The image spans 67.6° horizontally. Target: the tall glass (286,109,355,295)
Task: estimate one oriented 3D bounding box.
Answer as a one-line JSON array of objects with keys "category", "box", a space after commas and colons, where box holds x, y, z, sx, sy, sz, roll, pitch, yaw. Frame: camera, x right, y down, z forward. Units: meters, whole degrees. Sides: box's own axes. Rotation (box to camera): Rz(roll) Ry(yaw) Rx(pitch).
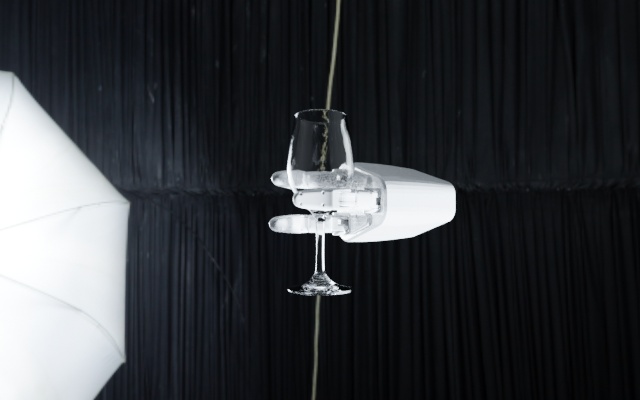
[{"category": "tall glass", "box": [0.000, 0.002, 0.544, 0.079, 0.201, 0.079, 0, -2, 0]}]
